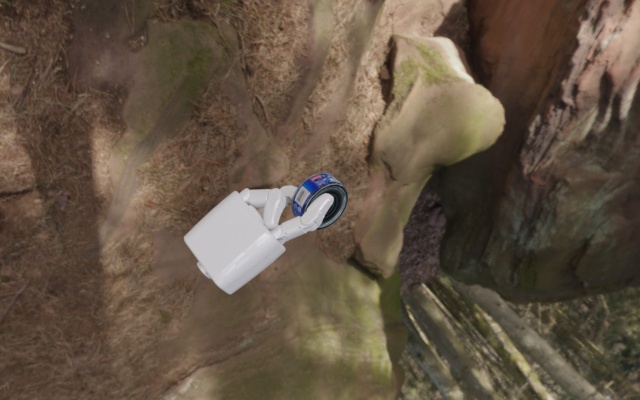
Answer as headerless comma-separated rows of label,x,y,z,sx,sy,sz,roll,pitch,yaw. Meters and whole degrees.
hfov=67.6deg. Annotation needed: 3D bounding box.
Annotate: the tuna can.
tuna can,0.000,0.003,0.730,0.086,0.086,0.033,0,31,-41
